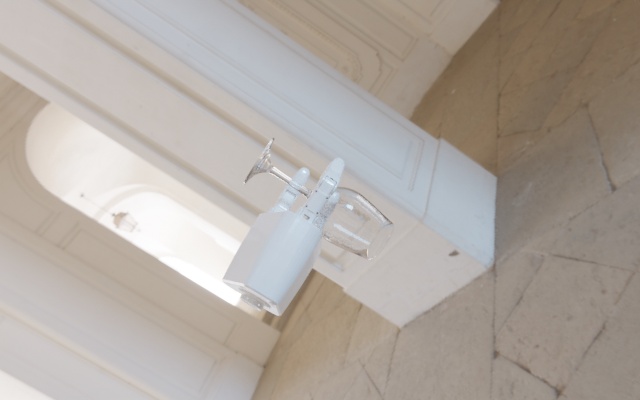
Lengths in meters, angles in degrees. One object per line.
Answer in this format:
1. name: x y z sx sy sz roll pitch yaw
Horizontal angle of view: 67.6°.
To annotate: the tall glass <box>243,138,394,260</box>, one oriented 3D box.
1. tall glass: 0.000 0.002 0.644 0.201 0.079 0.079 33 -4 -7
